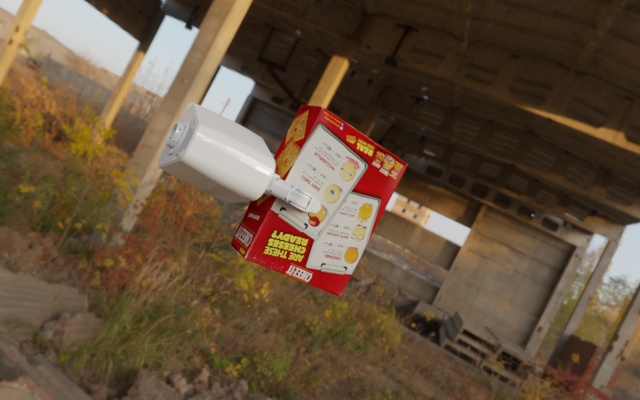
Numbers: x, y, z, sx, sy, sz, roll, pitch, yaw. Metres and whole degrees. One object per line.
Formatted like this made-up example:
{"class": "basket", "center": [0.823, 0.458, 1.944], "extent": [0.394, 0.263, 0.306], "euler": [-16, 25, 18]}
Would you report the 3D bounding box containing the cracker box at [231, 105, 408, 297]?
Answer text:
{"class": "cracker box", "center": [0.000, 0.002, 0.657], "extent": [0.164, 0.213, 0.072], "euler": [28, -1, -31]}
